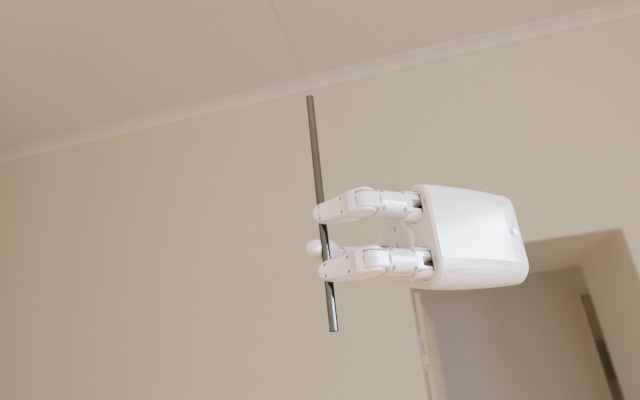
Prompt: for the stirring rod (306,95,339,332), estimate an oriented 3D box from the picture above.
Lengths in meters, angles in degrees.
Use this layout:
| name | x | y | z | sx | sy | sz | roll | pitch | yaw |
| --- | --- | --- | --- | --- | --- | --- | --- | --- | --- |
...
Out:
| name | x | y | z | sx | sy | sz | roll | pitch | yaw |
| --- | --- | --- | --- | --- | --- | --- | --- | --- | --- |
| stirring rod | 0.000 | 0.002 | 0.454 | 0.011 | 0.239 | 0.011 | -5 | -23 | -2 |
